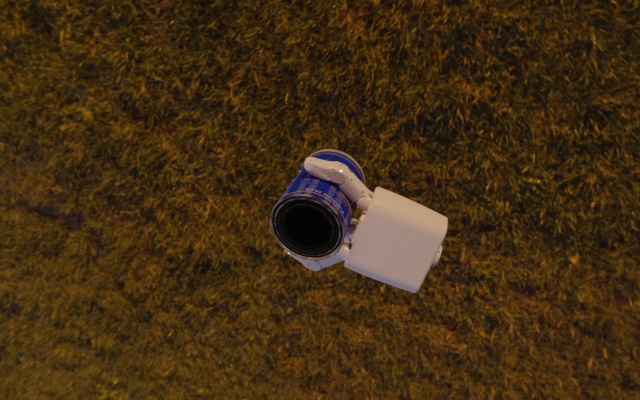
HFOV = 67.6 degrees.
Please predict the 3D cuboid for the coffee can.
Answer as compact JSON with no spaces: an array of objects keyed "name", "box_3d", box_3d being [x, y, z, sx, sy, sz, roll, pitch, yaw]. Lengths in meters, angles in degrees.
[{"name":"coffee can","box_3d":[0.000,0.002,0.678,0.103,0.103,0.140,0,30,18]}]
